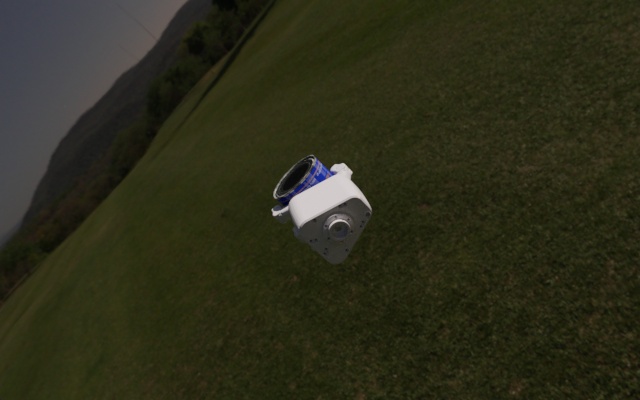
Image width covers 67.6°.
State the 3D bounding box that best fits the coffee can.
[{"bbox_3d":[0.000,0.003,0.862,0.140,0.102,0.103,44,-19,-21],"label":"coffee can"}]
